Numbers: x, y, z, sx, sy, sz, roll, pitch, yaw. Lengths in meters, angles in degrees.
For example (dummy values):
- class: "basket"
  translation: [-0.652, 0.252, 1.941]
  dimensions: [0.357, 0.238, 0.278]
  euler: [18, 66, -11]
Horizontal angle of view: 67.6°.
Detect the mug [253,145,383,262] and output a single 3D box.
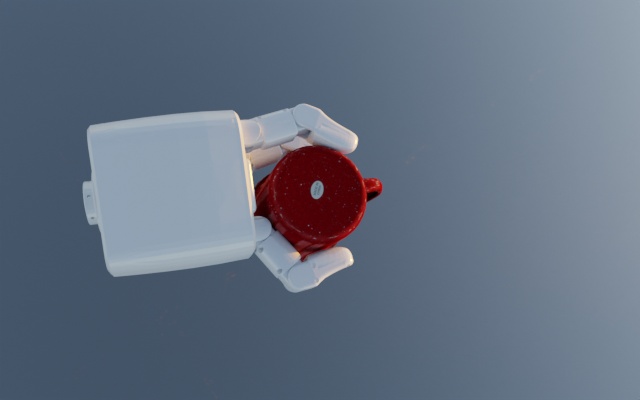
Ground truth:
- class: "mug"
  translation: [0.001, 0.001, 0.414]
  dimensions: [0.117, 0.093, 0.081]
  euler: [-10, -12, -19]
